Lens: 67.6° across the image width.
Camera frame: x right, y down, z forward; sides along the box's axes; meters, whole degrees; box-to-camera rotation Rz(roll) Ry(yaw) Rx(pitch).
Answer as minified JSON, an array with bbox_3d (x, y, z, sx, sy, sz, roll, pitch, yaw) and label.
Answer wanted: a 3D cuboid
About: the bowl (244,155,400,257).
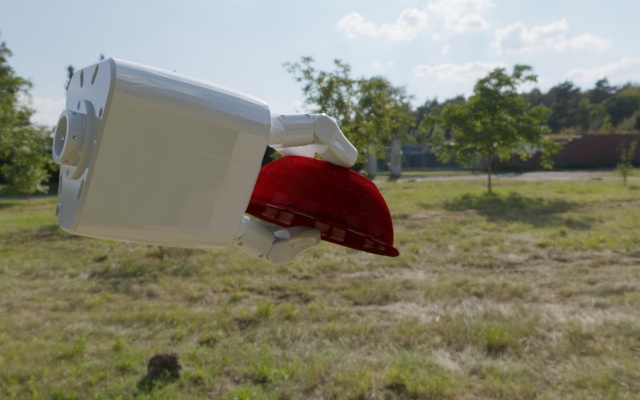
[{"bbox_3d":[0.001,0.001,0.433,0.162,0.055,0.162,18,-9,3],"label":"bowl"}]
